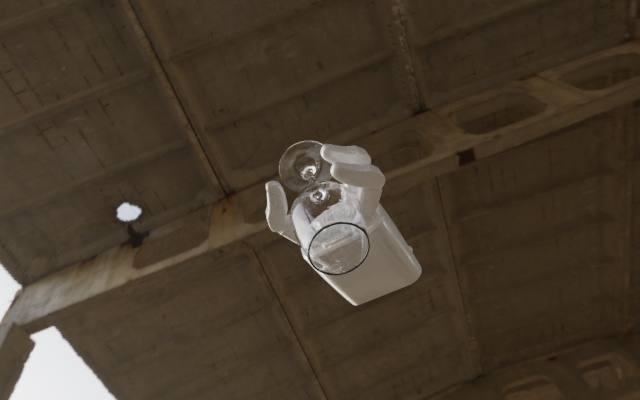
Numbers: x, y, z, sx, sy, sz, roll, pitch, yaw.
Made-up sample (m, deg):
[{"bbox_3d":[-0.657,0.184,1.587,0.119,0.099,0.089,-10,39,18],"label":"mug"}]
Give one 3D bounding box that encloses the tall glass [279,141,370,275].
[{"bbox_3d":[0.000,0.001,0.547,0.079,0.079,0.201,0,27,-12],"label":"tall glass"}]
